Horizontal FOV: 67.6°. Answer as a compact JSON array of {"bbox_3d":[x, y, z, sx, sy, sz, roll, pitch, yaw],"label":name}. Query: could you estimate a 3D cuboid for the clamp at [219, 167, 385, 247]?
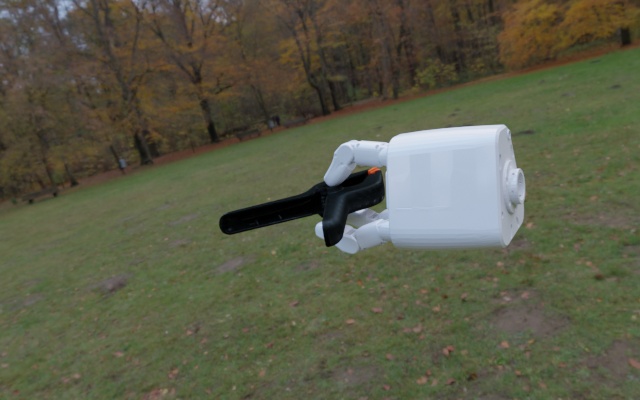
[{"bbox_3d":[0.000,0.001,0.546,0.164,0.036,0.210,1,18,35],"label":"clamp"}]
